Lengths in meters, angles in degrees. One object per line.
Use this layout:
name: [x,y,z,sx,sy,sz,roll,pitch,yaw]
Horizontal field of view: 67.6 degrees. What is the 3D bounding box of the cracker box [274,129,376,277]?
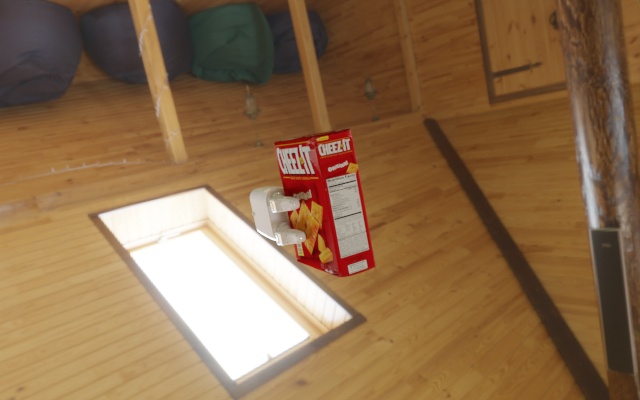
cracker box: [0.000,0.003,0.761,0.072,0.214,0.164,-15,10,-25]
